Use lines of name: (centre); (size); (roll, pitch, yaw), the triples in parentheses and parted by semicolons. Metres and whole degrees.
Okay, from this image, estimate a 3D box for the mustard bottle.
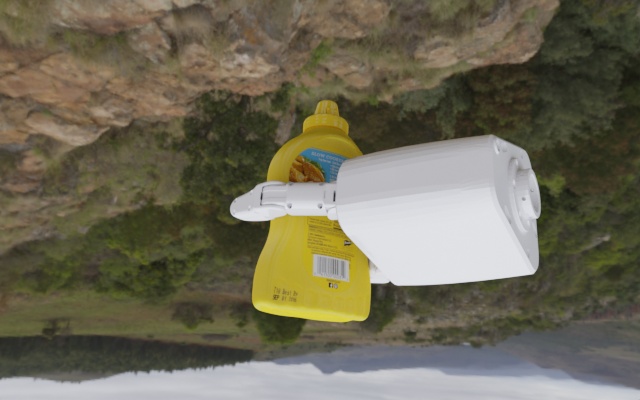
mustard bottle: (0.000, 0.002, 0.407); (0.096, 0.191, 0.058); (15, -22, -27)
